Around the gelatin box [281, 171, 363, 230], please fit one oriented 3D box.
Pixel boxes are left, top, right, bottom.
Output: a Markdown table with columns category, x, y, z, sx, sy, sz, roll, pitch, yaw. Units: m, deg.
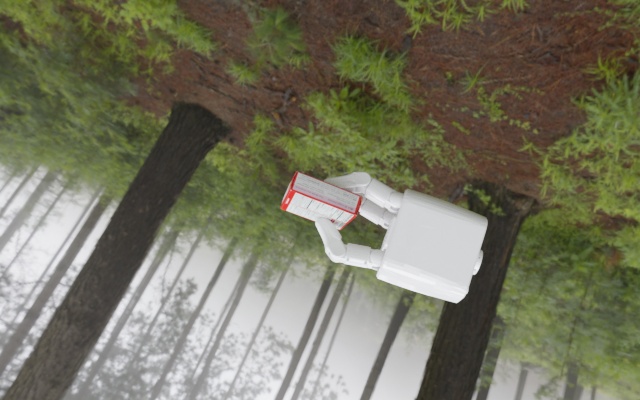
| category | x | y | z | sx | sy | sz | roll | pitch | yaw |
| --- | --- | --- | --- | --- | --- | --- | --- | --- | --- |
| gelatin box | 0.000 | 0.002 | 0.603 | 0.089 | 0.030 | 0.073 | 20 | -22 | -7 |
